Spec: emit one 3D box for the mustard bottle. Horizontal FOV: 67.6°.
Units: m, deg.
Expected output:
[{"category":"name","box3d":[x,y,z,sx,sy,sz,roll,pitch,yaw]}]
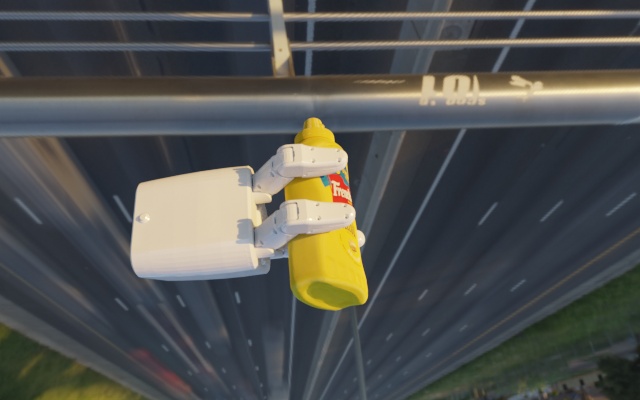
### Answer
[{"category":"mustard bottle","box3d":[0.000,0.002,0.458,0.058,0.191,0.096,-19,-31,21]}]
